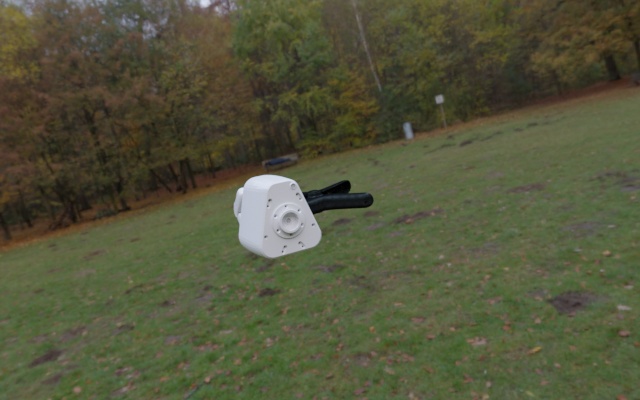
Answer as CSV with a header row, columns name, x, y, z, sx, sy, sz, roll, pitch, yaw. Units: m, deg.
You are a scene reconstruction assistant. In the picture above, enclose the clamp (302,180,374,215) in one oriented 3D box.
name,x,y,z,sx,sy,sz,roll,pitch,yaw
clamp,0.000,0.002,0.794,0.171,0.039,0.120,-17,13,-21
